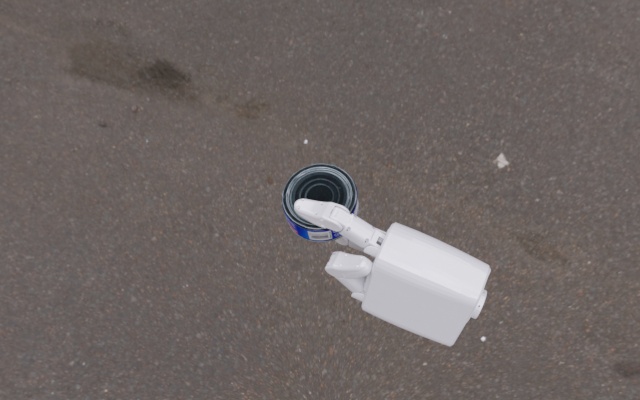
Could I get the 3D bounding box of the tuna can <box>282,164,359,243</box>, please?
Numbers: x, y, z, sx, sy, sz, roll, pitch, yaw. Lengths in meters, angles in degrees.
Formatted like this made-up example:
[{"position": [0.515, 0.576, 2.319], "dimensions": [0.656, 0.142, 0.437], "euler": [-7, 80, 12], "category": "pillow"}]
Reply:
[{"position": [0.000, 0.001, 0.536], "dimensions": [0.086, 0.086, 0.034], "euler": [0, -28, 7], "category": "tuna can"}]
